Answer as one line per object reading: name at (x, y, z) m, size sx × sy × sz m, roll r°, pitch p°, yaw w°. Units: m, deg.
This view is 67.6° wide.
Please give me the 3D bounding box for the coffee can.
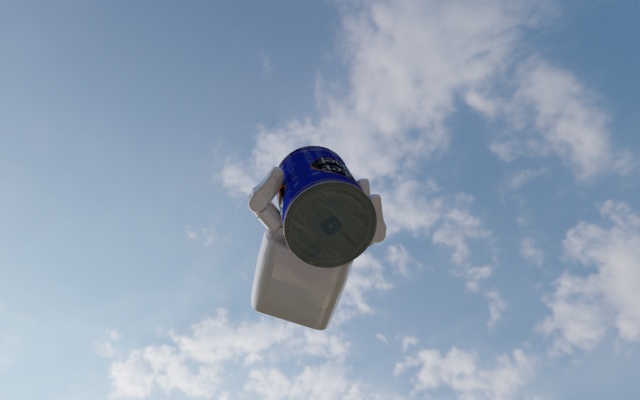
coffee can at (0.000, 0.002, 0.577) m, size 0.103 × 0.103 × 0.140 m, roll 0°, pitch 23°, yaw -10°
